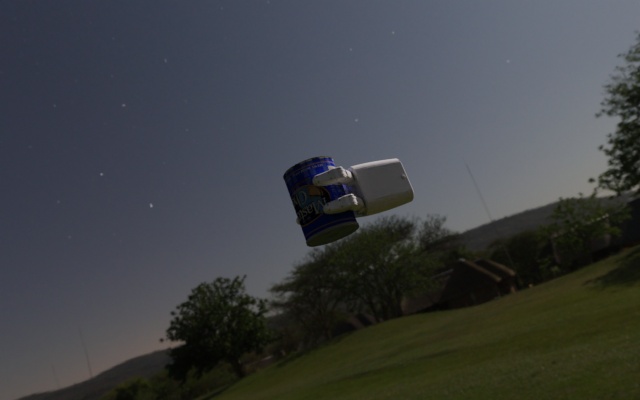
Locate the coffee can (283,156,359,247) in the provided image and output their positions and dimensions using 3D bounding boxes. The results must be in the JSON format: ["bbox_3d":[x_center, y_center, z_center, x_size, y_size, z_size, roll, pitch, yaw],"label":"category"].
[{"bbox_3d":[0.000,0.003,0.893,0.103,0.140,0.103,-19,-16,-6],"label":"coffee can"}]
